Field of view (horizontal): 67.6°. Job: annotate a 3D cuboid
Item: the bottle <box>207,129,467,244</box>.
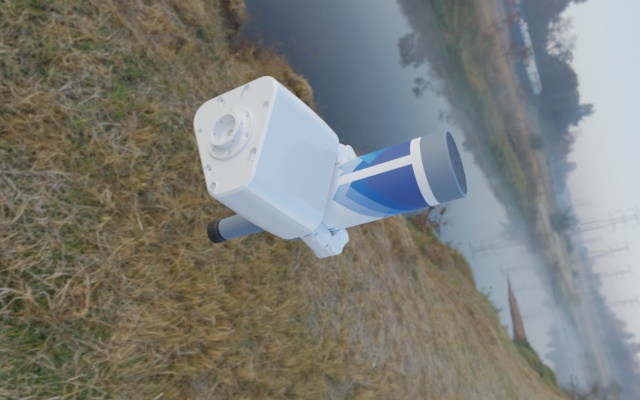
[{"bbox_3d":[0.000,0.002,0.511,0.296,0.069,0.069,-16,-7,25],"label":"bottle"}]
